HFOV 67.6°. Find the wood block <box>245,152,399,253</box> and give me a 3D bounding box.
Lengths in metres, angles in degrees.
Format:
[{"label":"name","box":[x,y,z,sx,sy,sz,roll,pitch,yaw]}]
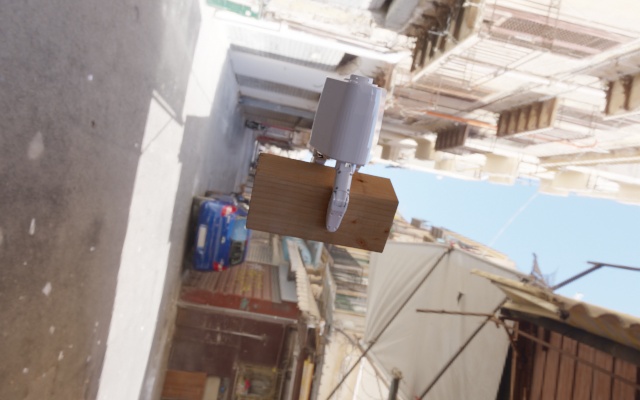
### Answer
[{"label":"wood block","box":[0.000,0.002,0.714,0.206,0.090,0.090,11,26,-7]}]
